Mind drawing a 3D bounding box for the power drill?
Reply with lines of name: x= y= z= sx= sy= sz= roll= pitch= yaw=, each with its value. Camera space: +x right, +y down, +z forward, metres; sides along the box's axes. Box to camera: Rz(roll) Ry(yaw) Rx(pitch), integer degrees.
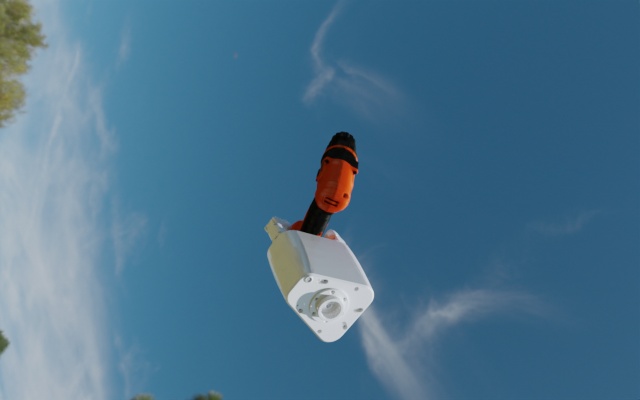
power drill: x=0.000 y=0.003 z=0.717 sx=0.057 sy=0.188 sz=0.184 roll=22 pitch=33 yaw=-3
